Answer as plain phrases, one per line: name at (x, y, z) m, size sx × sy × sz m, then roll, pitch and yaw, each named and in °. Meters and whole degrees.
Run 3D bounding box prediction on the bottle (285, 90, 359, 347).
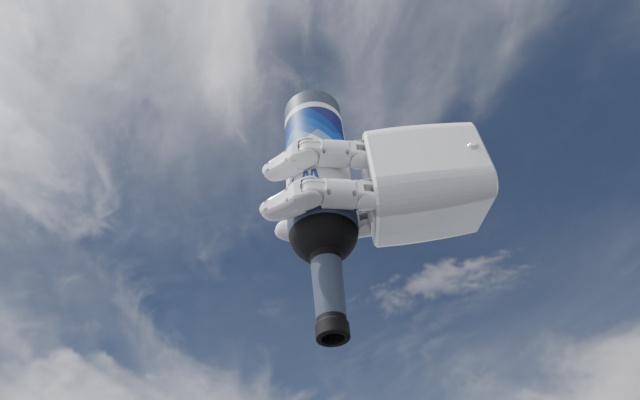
bottle at (0.000, 0.001, 0.470) m, size 0.069 × 0.295 × 0.069 m, roll -3°, pitch -44°, yaw -3°
